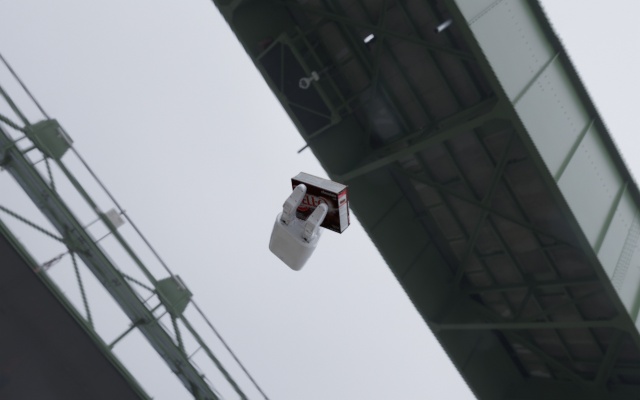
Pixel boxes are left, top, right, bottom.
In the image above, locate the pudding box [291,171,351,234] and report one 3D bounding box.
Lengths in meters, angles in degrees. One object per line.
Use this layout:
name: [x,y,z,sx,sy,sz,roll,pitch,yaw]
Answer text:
pudding box: [0.000,0.003,0.894,0.113,0.090,0.039,17,40,32]
